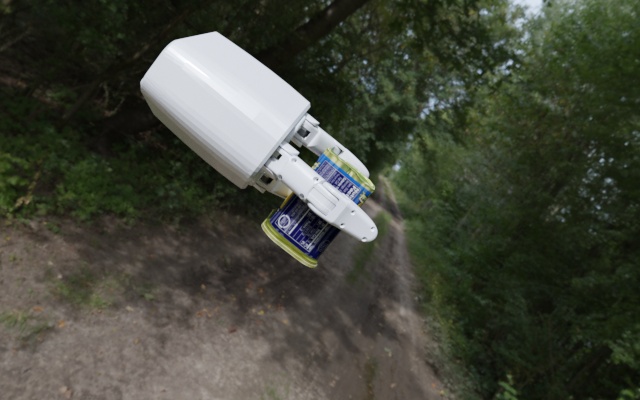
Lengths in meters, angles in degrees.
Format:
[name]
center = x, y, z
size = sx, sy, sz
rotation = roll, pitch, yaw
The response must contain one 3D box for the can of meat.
[can of meat]
center = 0.000, 0.001, 0.421
size = 0.057, 0.084, 0.102
rotation = 39, 7, -4
